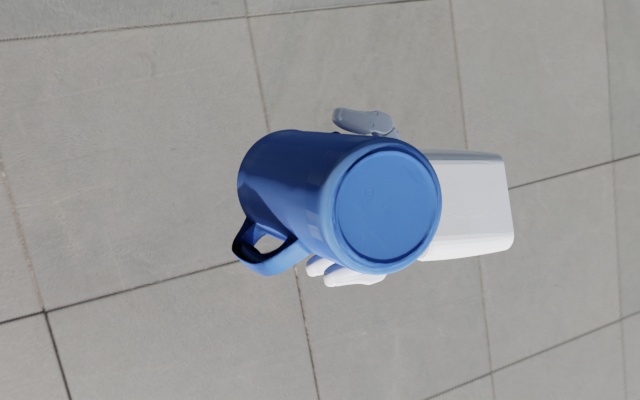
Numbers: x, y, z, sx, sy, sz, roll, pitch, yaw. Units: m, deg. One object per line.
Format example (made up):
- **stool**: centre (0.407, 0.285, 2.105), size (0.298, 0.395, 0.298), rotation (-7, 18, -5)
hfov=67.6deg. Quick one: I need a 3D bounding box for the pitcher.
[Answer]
- **pitcher**: centre (0.000, 0.001, 0.469), size (0.145, 0.149, 0.243), rotation (-1, 7, -21)
